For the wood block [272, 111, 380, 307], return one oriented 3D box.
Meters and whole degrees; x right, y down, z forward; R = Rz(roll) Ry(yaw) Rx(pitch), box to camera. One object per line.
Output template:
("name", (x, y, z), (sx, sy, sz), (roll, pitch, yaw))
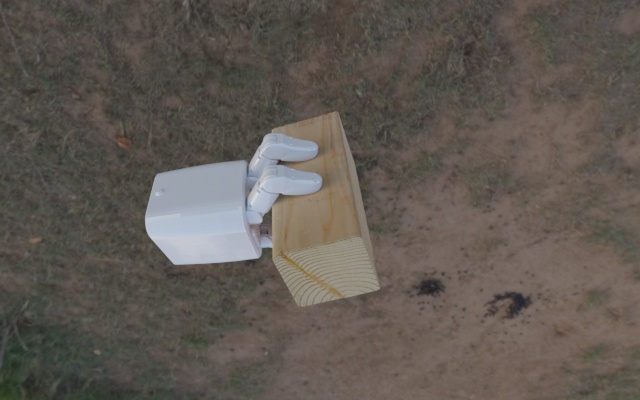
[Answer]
("wood block", (0.000, 0.002, 0.541), (0.090, 0.206, 0.091), (-14, -46, 8))
